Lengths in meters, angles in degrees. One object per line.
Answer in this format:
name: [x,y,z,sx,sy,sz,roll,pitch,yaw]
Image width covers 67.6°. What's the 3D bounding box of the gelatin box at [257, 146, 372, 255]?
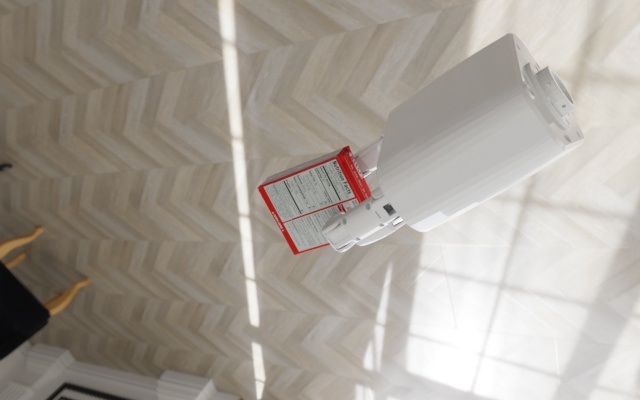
gelatin box: [0.000,0.002,0.419,0.089,0.073,0.030,-20,17,28]
